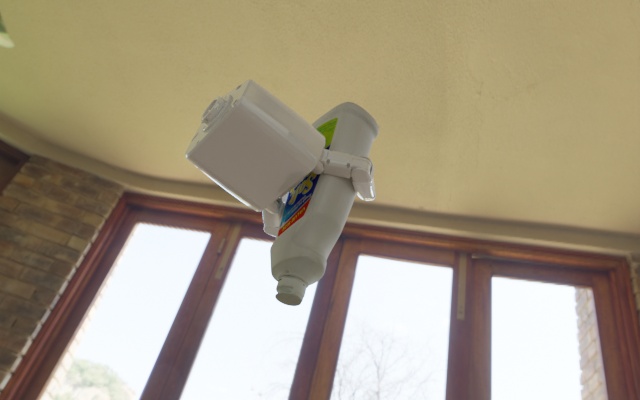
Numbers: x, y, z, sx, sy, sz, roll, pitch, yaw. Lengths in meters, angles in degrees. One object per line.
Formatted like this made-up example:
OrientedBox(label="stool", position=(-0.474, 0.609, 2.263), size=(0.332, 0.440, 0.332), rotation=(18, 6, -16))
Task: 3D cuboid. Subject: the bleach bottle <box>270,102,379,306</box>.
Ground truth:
OrientedBox(label="bleach bottle", position=(0.000, 0.002, 0.555), size=(0.068, 0.250, 0.102), rotation=(37, -42, -26))
